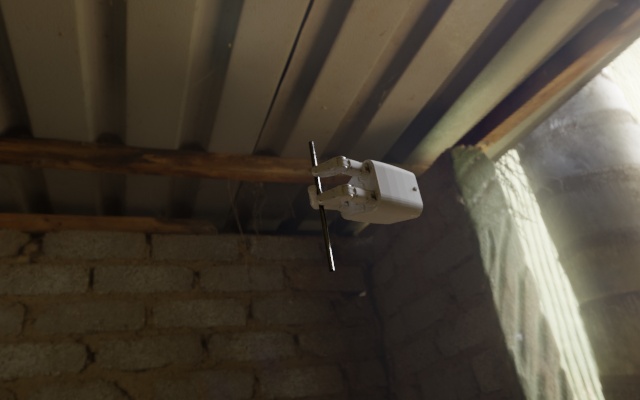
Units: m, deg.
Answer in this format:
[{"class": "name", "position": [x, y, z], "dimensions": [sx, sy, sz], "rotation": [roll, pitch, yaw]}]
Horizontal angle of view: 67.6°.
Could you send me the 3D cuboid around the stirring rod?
[{"class": "stirring rod", "position": [0.000, 0.003, 0.785], "dimensions": [0.011, 0.239, 0.011], "rotation": [-7, -28, -4]}]
